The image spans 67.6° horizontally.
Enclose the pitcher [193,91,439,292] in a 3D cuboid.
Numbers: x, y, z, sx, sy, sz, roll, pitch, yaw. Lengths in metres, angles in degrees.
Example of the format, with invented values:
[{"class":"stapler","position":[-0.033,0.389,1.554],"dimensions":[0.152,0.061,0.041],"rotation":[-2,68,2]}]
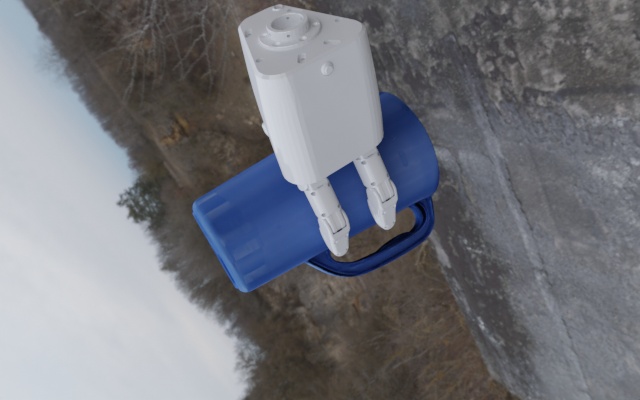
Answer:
[{"class":"pitcher","position":[0.000,0.002,0.511],"dimensions":[0.243,0.145,0.149],"rotation":[-30,47,-14]}]
